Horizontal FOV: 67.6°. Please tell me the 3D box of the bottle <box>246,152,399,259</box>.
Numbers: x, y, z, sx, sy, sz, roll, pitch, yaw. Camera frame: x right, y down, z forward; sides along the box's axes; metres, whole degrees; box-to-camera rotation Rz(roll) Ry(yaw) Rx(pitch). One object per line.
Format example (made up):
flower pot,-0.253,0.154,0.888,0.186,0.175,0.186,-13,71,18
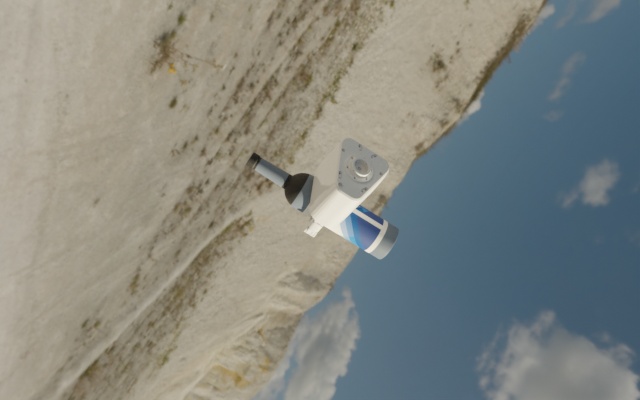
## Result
bottle,0.000,0.003,0.858,0.296,0.069,0.069,32,-4,-7
